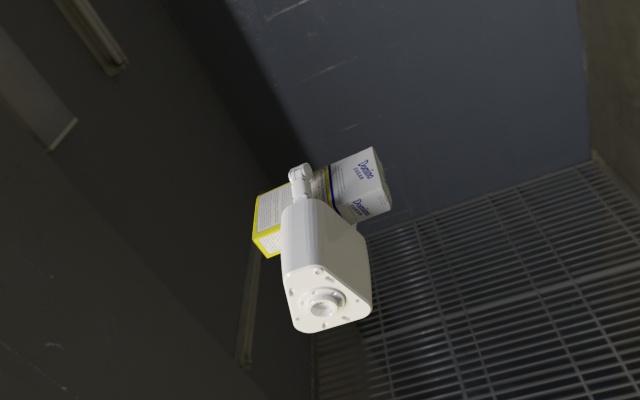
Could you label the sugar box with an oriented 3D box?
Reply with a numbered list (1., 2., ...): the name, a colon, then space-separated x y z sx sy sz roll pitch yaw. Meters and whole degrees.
1. sugar box: 0.000 0.003 0.618 0.176 0.048 0.093 -20 37 13
